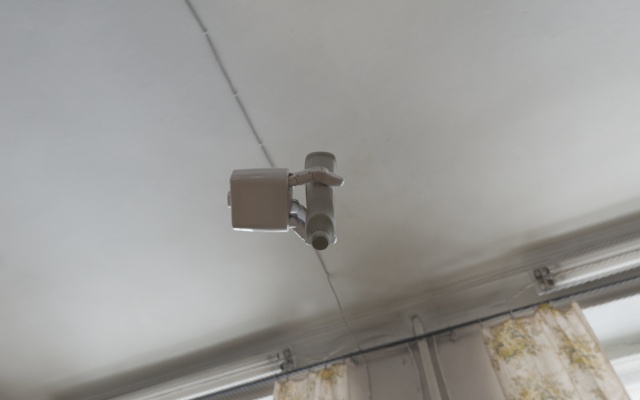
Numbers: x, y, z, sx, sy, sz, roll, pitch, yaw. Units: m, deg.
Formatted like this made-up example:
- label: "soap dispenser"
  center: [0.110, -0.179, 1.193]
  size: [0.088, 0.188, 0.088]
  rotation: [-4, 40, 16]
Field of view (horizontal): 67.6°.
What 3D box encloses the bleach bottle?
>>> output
- label: "bleach bottle"
  center: [0.000, 0.003, 0.893]
  size: [0.068, 0.103, 0.250]
  rotation: [0, 29, 0]
